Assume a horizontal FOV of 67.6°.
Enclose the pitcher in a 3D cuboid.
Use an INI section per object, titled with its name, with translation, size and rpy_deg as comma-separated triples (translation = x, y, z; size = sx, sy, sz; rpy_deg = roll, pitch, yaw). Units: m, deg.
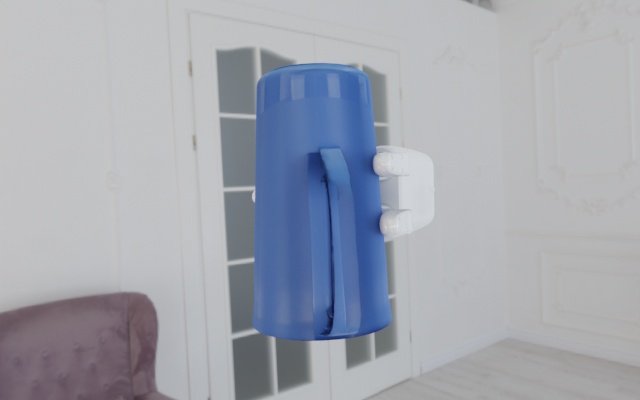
[pitcher]
translation = 0.000, 0.001, 0.448
size = 0.149, 0.243, 0.145
rpy_deg = -1, 2, 35
